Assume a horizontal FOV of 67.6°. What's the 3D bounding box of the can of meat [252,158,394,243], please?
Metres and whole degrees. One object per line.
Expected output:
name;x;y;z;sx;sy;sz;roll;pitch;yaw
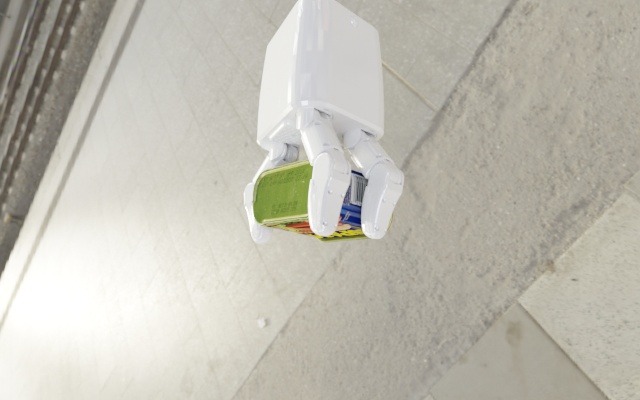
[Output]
can of meat;0.000;0.001;0.427;0.084;0.057;0.102;16;-18;-41
